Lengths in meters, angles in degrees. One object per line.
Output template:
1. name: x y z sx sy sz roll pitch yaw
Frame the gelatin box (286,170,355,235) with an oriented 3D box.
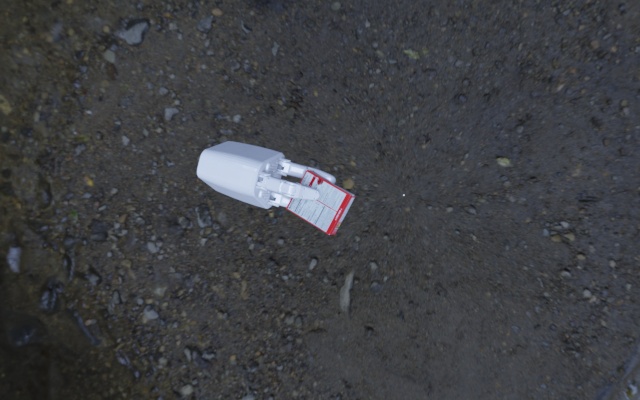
1. gelatin box: 0.000 0.003 0.765 0.089 0.073 0.030 31 8 18
